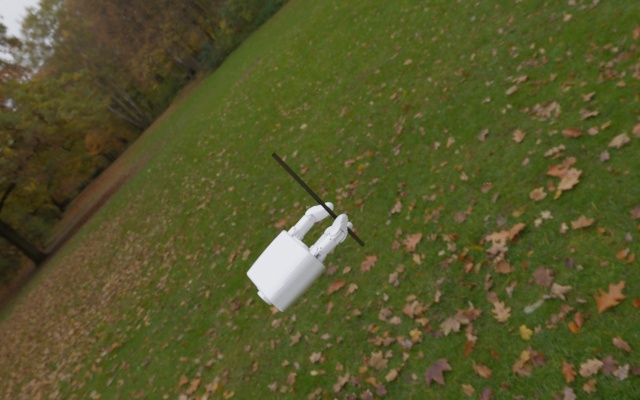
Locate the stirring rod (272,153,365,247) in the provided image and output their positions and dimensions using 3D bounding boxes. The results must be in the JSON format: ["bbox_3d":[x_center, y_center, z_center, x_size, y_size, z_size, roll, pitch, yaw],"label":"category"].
[{"bbox_3d":[0.000,0.003,0.840,0.239,0.011,0.011,45,-20,-21],"label":"stirring rod"}]
